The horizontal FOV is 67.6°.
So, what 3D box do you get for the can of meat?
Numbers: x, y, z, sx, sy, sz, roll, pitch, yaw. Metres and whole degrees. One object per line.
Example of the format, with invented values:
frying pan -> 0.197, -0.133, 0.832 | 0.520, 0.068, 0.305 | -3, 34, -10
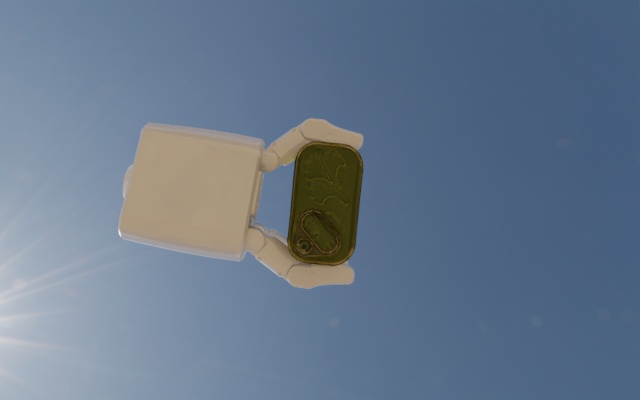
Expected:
can of meat -> 0.000, 0.001, 0.433 | 0.057, 0.102, 0.084 | 5, 2, -6
